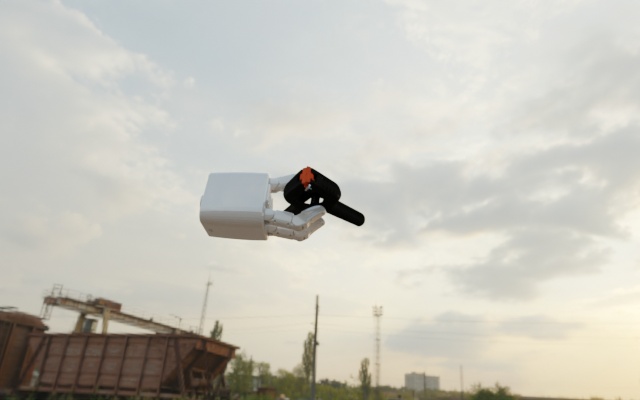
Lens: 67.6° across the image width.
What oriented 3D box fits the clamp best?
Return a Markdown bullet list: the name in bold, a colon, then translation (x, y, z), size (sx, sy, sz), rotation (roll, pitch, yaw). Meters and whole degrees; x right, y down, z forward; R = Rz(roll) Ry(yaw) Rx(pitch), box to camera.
- **clamp**: translation (0.000, 0.002, 0.811), size (0.164, 0.036, 0.210), rotation (1, -23, 0)
